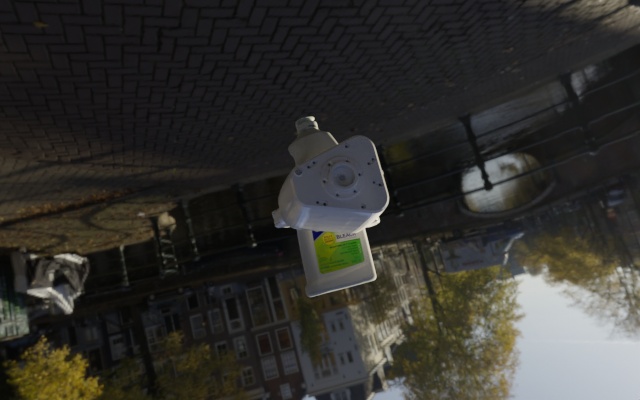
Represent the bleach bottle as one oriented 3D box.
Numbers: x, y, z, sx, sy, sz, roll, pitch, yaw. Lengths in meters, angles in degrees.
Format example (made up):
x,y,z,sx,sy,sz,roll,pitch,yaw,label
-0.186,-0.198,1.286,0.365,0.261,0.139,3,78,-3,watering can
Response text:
x,y,z,sx,sy,sz,roll,pitch,yaw,label
0.000,0.002,0.680,0.102,0.250,0.068,-12,-11,-13,bleach bottle
